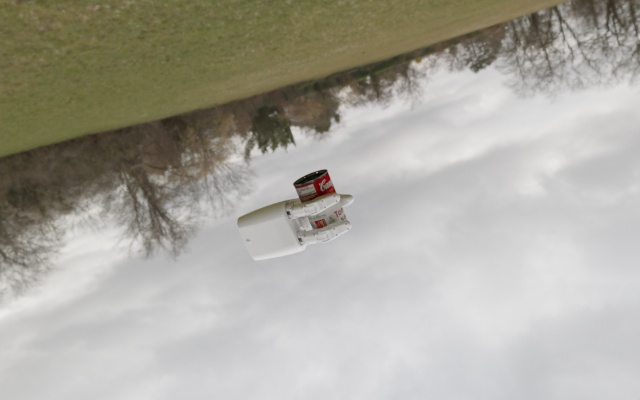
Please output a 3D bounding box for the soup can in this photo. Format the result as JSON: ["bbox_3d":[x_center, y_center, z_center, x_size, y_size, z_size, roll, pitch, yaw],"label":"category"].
[{"bbox_3d":[0.001,0.003,0.871,0.068,0.102,0.068,-21,14,6],"label":"soup can"}]
